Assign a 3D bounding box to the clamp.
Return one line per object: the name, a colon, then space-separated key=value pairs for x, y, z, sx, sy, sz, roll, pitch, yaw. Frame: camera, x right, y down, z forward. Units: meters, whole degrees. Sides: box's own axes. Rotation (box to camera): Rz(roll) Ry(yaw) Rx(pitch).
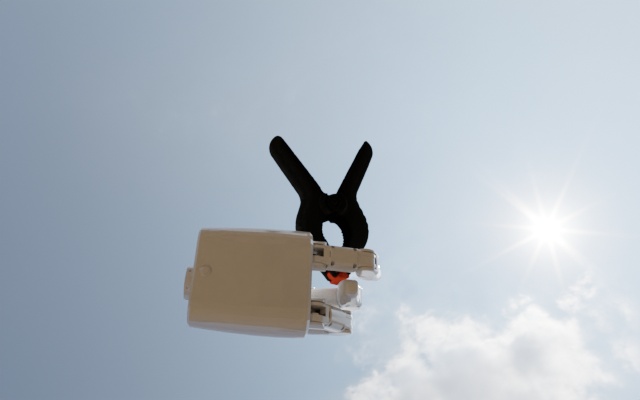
clamp: x=0.000 y=0.002 z=0.511 sx=0.120 sy=0.171 sz=0.039 roll=6 pitch=-28 yaw=-9
